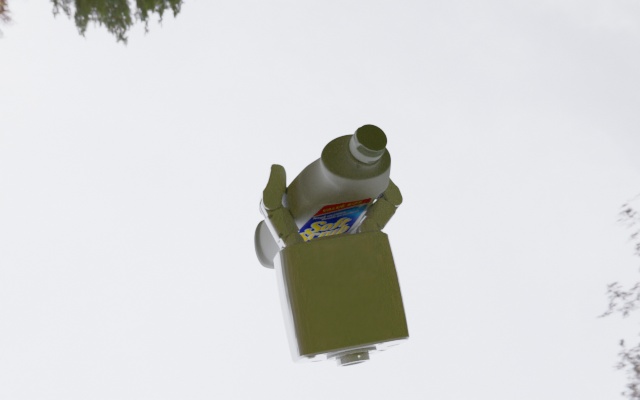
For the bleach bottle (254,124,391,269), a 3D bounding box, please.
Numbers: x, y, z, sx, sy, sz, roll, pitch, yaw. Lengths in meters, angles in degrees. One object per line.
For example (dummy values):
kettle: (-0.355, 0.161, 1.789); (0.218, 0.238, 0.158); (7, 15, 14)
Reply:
bleach bottle: (0.000, 0.002, 0.511); (0.102, 0.068, 0.251); (-1, -26, -19)
